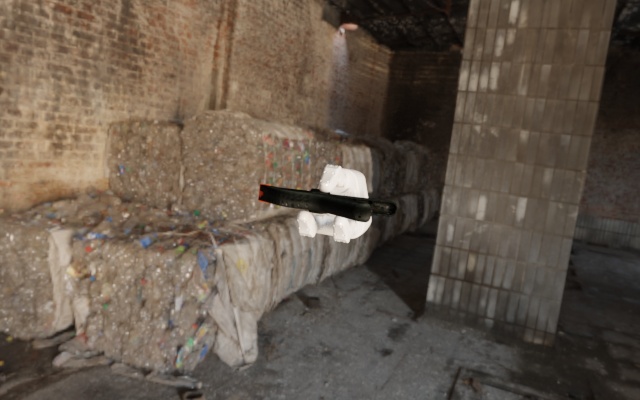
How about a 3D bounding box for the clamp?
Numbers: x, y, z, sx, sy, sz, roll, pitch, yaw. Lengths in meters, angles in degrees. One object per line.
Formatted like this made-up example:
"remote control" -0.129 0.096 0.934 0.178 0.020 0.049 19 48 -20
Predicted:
"clamp" 0.000 0.001 0.696 0.210 0.036 0.164 8 3 14
